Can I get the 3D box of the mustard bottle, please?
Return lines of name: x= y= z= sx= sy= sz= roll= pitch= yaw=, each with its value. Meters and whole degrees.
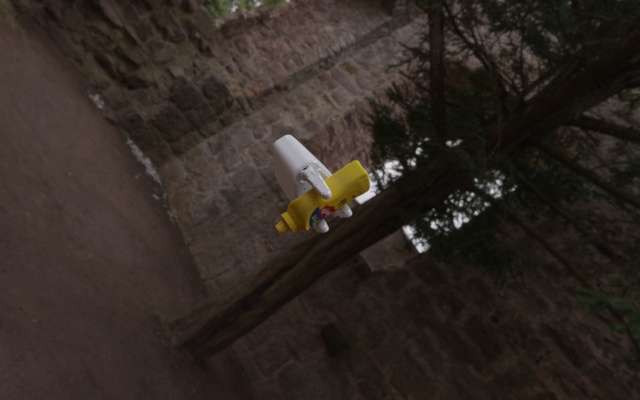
mustard bottle: x=0.001 y=0.003 z=0.889 sx=0.191 sy=0.058 sz=0.096 roll=-33 pitch=-16 yaw=-7
